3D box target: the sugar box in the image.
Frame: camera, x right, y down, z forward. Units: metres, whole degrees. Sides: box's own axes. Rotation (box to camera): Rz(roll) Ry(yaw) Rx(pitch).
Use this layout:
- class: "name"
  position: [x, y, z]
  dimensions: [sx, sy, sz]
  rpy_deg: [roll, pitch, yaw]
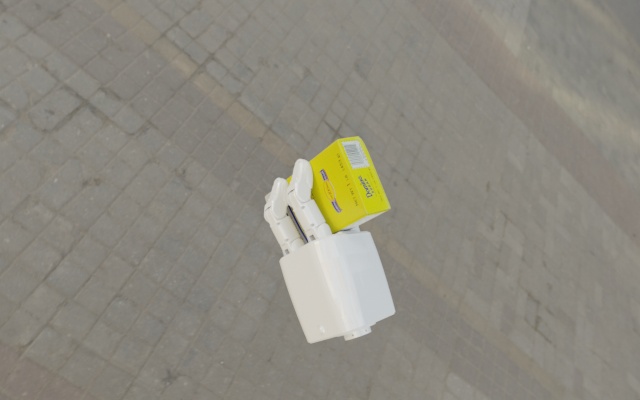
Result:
- class: "sugar box"
  position: [0.000, 0.002, 0.591]
  dimensions: [0.048, 0.093, 0.176]
  rpy_deg: [-11, -15, -41]
